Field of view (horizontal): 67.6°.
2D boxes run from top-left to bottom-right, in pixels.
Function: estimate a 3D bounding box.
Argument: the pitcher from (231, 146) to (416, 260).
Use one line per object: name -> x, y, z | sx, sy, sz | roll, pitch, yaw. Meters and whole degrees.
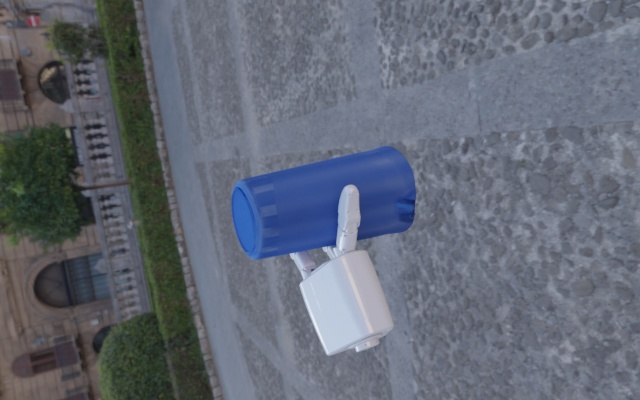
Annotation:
pitcher -> 0.000, 0.002, 0.681 | 0.243, 0.145, 0.149 | -11, -22, -25
